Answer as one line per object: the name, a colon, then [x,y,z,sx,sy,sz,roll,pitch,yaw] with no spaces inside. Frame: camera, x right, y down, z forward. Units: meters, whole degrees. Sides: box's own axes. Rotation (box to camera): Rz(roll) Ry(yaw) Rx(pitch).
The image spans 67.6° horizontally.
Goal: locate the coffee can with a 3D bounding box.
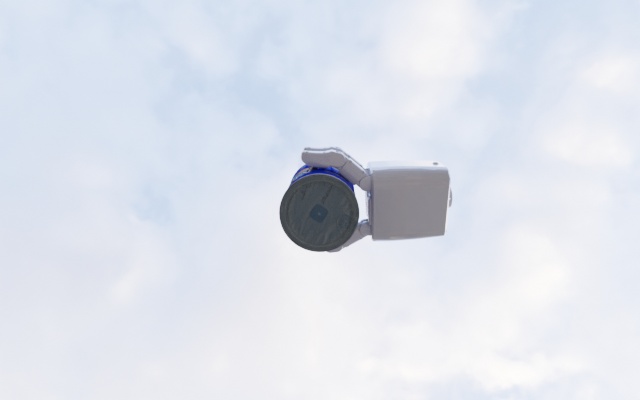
coffee can: [0.000,0.002,0.674,0.103,0.103,0.140,0,13,1]
